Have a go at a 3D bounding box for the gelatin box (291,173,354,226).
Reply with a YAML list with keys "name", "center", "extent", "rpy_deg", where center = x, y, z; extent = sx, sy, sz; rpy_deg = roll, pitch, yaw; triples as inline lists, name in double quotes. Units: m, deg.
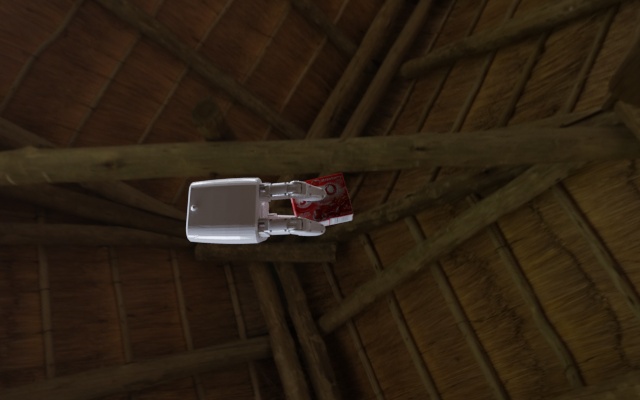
- name: "gelatin box"
  center: [0.000, 0.003, 0.750]
  extent: [0.089, 0.073, 0.030]
  rpy_deg: [-12, -22, -6]
